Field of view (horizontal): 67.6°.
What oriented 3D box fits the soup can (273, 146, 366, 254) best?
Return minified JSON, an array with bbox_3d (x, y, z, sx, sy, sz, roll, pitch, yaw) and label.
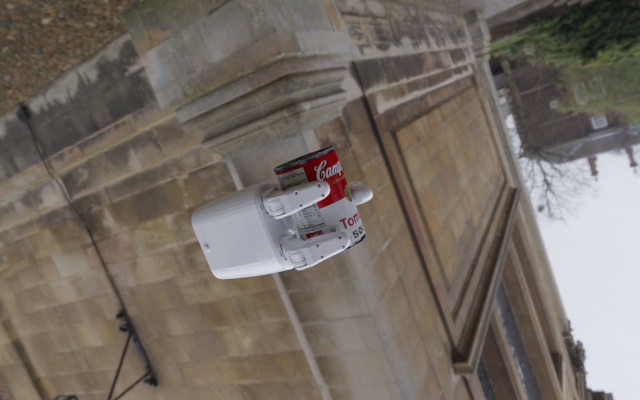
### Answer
[{"bbox_3d":[0.001,0.002,0.505,0.068,0.102,0.068,-20,9,3],"label":"soup can"}]
